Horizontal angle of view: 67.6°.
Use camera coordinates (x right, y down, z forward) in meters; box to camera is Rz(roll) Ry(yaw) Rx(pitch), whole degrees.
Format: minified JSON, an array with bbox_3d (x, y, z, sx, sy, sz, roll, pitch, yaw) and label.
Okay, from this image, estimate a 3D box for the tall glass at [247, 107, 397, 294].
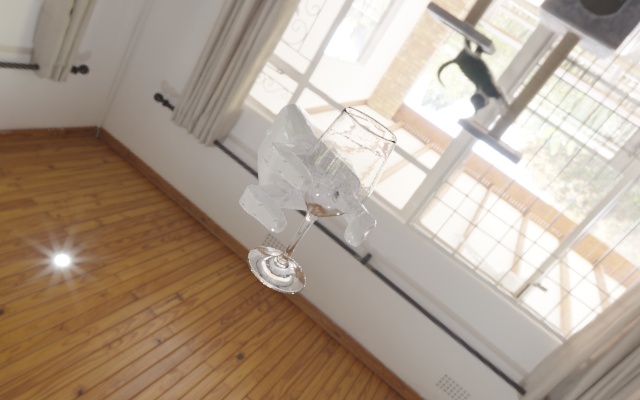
[{"bbox_3d":[0.000,0.002,0.507,0.079,0.201,0.079,28,23,-13],"label":"tall glass"}]
